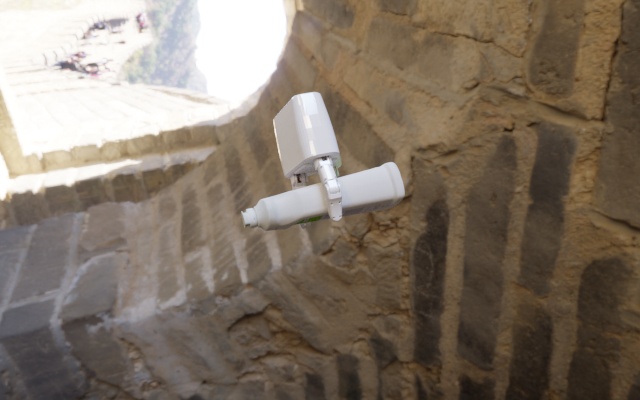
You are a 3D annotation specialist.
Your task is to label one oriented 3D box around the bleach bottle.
[{"bbox_3d":[0.000,0.003,0.766,0.251,0.068,0.102,-12,-12,-14],"label":"bleach bottle"}]
